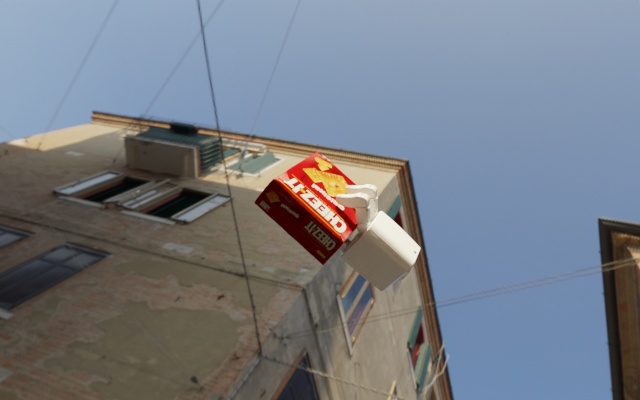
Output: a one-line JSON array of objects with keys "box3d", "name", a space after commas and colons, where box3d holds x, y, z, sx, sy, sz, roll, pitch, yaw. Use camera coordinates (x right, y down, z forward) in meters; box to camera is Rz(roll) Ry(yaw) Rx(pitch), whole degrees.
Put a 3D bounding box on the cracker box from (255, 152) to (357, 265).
[{"box3d": [0.000, 0.003, 0.899, 0.164, 0.072, 0.213, 42, 28, 4], "name": "cracker box"}]
